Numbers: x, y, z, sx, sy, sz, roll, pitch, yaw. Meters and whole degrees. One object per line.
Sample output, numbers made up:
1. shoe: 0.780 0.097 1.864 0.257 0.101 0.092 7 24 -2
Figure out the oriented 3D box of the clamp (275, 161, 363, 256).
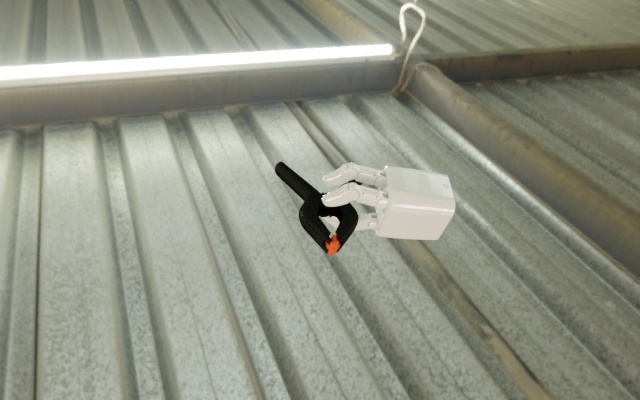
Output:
1. clamp: 0.000 0.004 0.778 0.164 0.036 0.209 6 40 -3
